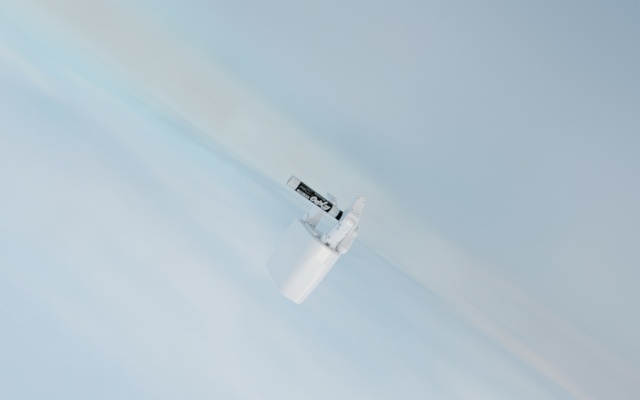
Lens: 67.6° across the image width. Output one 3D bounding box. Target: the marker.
[{"bbox_3d":[0.000,0.002,0.746,0.121,0.020,0.020,35,-9,-12],"label":"marker"}]
